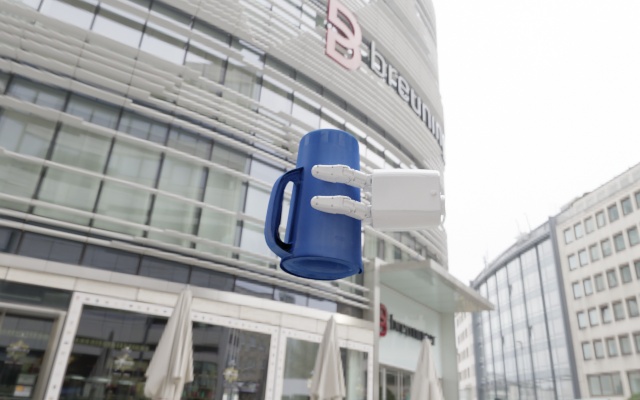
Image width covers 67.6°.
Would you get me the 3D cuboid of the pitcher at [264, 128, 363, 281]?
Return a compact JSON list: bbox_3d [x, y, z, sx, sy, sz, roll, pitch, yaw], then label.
[{"bbox_3d":[0.000,0.003,0.795,0.145,0.242,0.149,-1,-24,10],"label":"pitcher"}]
